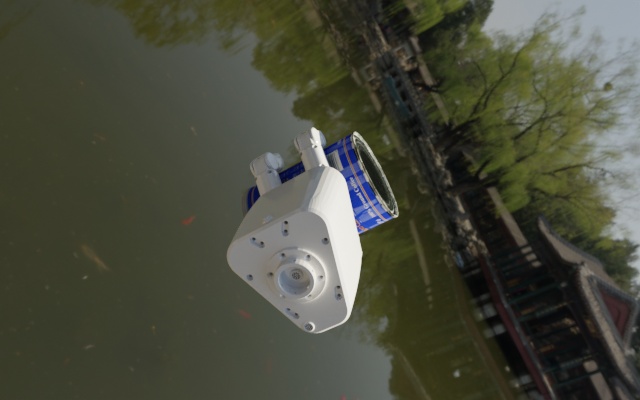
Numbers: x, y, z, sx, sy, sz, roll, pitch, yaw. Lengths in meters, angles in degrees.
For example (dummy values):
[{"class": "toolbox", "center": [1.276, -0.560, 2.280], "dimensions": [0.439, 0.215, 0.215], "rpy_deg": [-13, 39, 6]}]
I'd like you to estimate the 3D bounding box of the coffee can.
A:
[{"class": "coffee can", "center": [0.000, 0.002, 0.529], "dimensions": [0.140, 0.103, 0.103], "rpy_deg": [-27, -8, 16]}]
